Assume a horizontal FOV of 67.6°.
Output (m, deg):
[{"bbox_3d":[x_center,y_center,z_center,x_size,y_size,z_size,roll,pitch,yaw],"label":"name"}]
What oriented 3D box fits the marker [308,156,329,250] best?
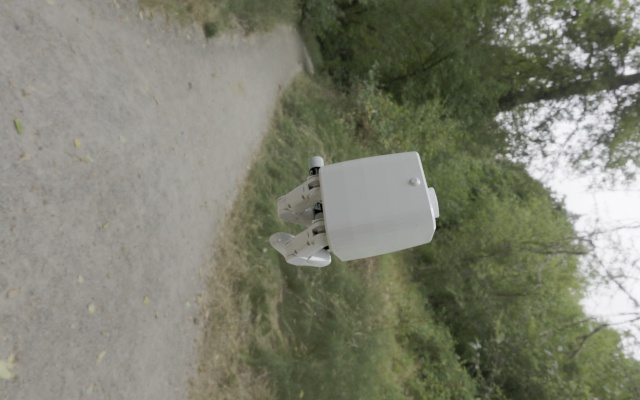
[{"bbox_3d":[0.000,0.002,0.561,0.020,0.121,0.020,-5,-31,-3],"label":"marker"}]
